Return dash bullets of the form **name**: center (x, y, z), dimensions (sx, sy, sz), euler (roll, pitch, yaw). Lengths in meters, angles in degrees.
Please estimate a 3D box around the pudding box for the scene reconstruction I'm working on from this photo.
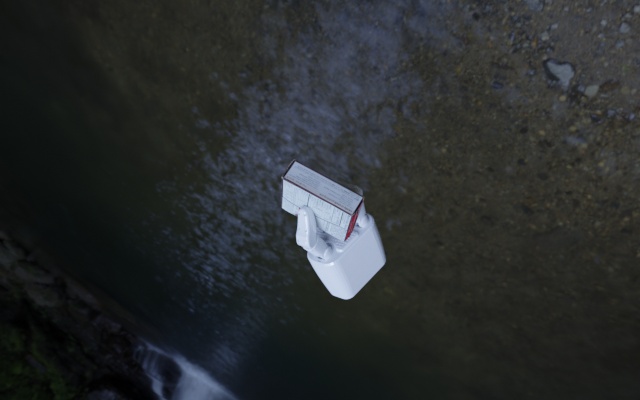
- **pudding box**: center (0.000, 0.002, 0.668), dimensions (0.113, 0.039, 0.090), euler (27, -28, 9)
